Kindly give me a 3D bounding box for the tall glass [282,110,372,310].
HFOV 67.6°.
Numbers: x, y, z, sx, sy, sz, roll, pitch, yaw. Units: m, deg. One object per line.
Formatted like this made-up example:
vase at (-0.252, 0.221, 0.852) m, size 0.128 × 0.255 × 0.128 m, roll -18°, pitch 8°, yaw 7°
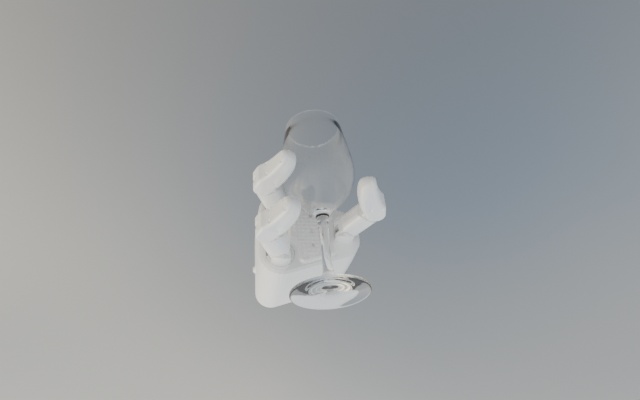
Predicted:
tall glass at (0.000, 0.002, 0.481) m, size 0.079 × 0.201 × 0.079 m, roll -4°, pitch -34°, yaw -3°
